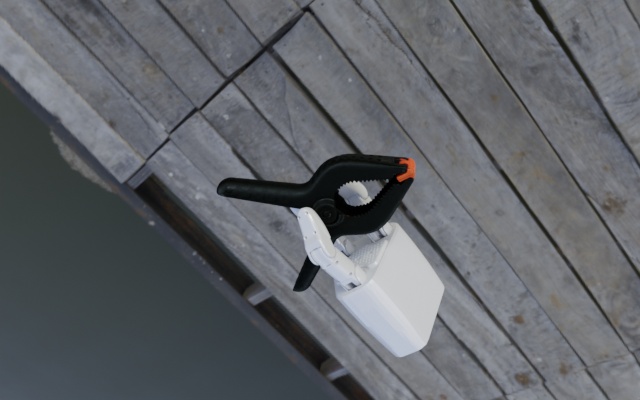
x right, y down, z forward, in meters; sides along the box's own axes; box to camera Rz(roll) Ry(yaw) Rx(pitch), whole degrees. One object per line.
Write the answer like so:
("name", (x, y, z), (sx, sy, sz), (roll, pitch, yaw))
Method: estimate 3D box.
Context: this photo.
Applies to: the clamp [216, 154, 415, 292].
("clamp", (0.001, 0.002, 0.512), (0.210, 0.164, 0.036), (-33, 20, 26))
